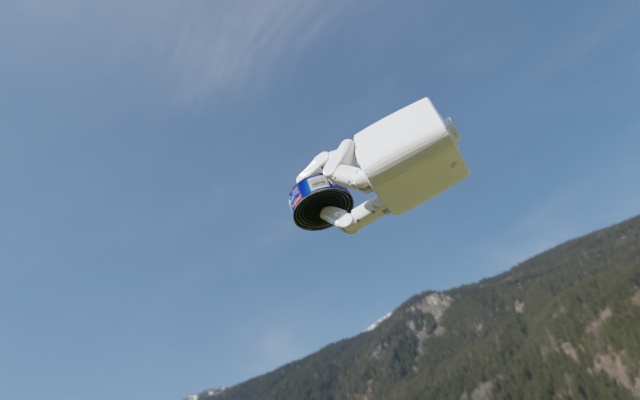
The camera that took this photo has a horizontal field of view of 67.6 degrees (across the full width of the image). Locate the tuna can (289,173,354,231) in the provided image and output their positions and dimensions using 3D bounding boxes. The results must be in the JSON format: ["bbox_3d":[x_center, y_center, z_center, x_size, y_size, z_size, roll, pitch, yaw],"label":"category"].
[{"bbox_3d":[0.000,0.002,0.655,0.086,0.033,0.086,-12,-39,-10],"label":"tuna can"}]
